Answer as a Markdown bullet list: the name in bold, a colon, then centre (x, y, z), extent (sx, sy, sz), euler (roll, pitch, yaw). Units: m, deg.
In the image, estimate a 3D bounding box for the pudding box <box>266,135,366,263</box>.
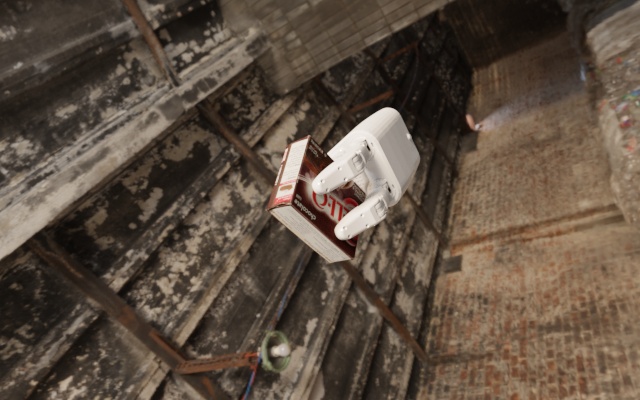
- **pudding box**: centre (0.000, 0.002, 0.511), extent (0.039, 0.090, 0.113), euler (-18, -45, 36)
